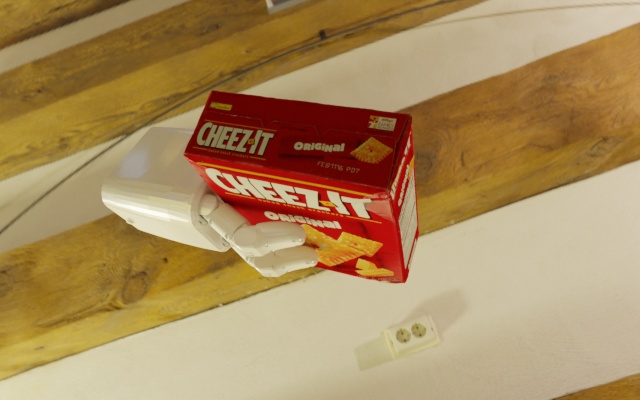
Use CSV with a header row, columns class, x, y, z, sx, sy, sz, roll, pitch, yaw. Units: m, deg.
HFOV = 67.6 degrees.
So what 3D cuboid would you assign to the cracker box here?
class,x,y,z,sx,sy,sz,roll,pitch,yaw
cracker box,0.000,0.001,0.435,0.164,0.072,0.214,10,-23,18
